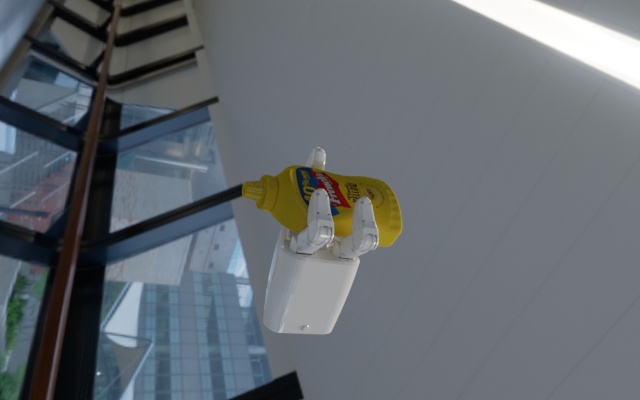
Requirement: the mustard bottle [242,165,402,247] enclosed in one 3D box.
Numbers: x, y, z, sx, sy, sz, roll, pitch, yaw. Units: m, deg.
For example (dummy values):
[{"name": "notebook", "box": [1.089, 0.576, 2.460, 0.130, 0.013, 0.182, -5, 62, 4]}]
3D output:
[{"name": "mustard bottle", "box": [0.000, 0.002, 0.574, 0.191, 0.096, 0.058, 9, -46, -24]}]
